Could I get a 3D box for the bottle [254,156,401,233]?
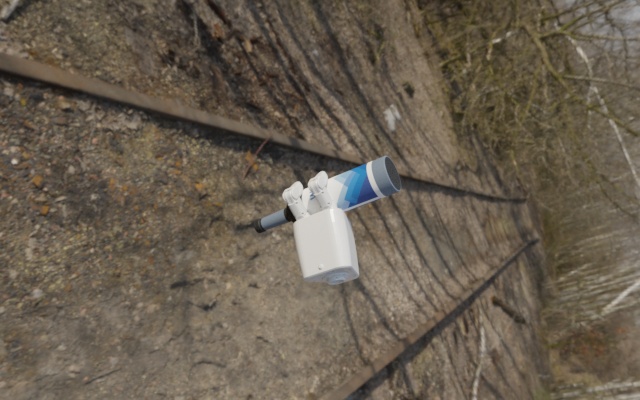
[{"bbox_3d":[0.000,0.003,0.880,0.296,0.069,0.069,-22,-10,25],"label":"bottle"}]
